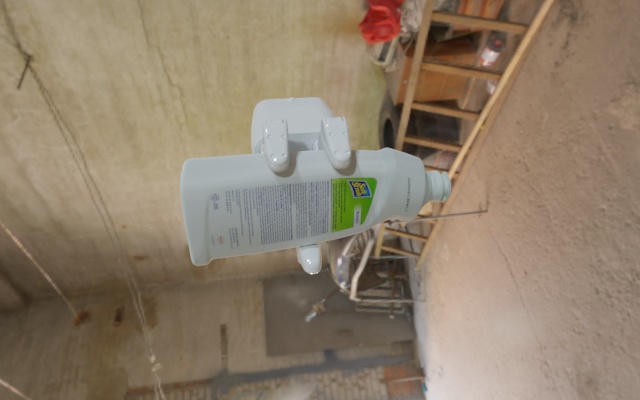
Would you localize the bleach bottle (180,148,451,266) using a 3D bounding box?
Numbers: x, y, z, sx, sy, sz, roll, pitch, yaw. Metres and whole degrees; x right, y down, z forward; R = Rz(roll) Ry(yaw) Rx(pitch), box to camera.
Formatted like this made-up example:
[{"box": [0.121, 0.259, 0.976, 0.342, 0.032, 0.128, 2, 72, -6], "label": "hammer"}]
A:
[{"box": [0.000, 0.001, 0.463, 0.251, 0.103, 0.068, -4, 32, -7], "label": "bleach bottle"}]
